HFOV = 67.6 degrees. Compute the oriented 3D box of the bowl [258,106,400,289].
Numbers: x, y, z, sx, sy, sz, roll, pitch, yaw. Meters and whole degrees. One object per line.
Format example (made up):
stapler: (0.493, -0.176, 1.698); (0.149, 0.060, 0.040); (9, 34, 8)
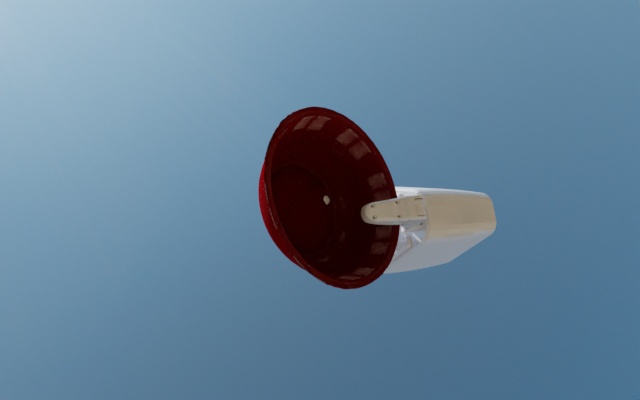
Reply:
bowl: (-0.001, 0.001, 0.428); (0.162, 0.162, 0.055); (0, -14, -45)
